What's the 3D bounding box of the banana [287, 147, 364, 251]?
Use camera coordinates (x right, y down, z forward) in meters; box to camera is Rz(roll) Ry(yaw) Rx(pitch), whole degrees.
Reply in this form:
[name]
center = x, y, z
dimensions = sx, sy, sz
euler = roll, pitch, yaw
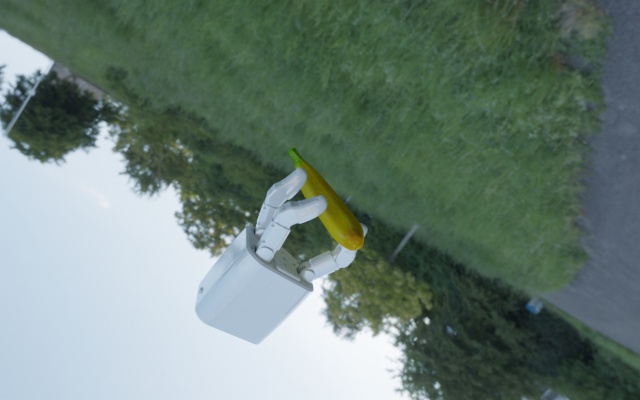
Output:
[banana]
center = 0.009, 0.009, 0.597
dimensions = 0.070, 0.037, 0.197
euler = 40, 9, -45
